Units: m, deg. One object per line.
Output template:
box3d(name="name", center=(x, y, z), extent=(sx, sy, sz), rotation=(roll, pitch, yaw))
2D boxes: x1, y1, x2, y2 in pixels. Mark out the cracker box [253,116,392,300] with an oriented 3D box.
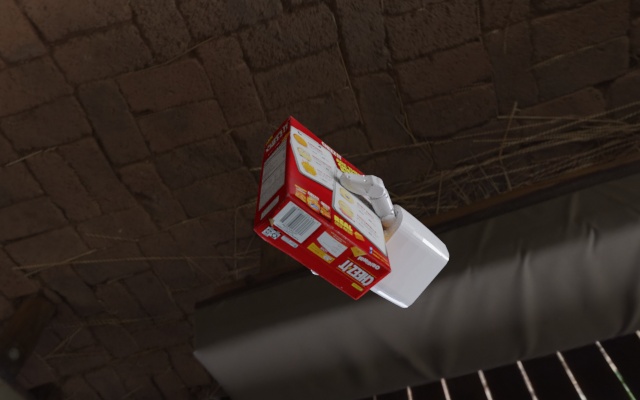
box3d(name="cracker box", center=(0.000, 0.002, 0.625), extent=(0.164, 0.072, 0.213), rotation=(37, 24, -23))
